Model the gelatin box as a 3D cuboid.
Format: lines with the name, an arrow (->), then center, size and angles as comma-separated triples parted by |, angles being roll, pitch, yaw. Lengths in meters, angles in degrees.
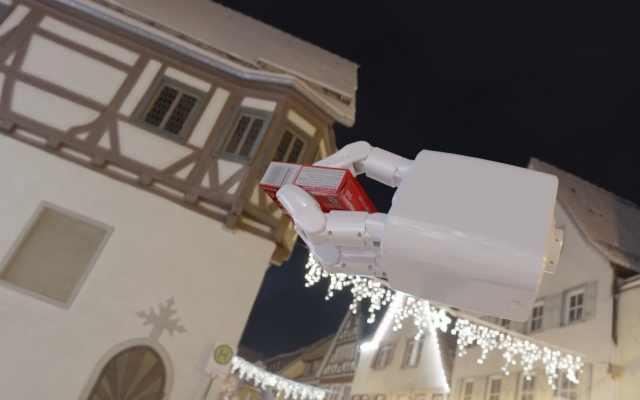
gelatin box -> 0.000, 0.001, 0.424 | 0.089, 0.030, 0.073 | 9, -29, 36
